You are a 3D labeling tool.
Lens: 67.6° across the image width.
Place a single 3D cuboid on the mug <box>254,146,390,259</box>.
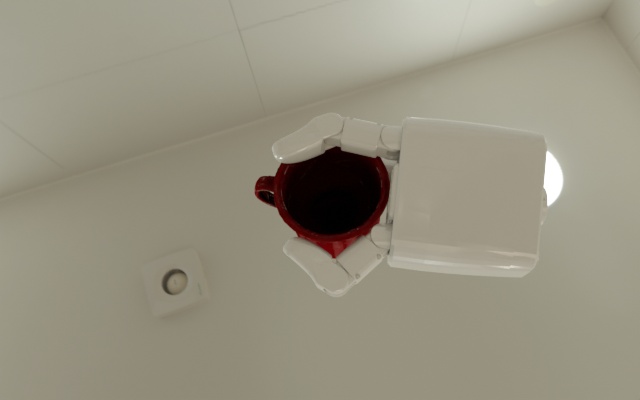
[{"bbox_3d":[-0.001,0.001,0.417,0.117,0.093,0.081,7,-20,8],"label":"mug"}]
